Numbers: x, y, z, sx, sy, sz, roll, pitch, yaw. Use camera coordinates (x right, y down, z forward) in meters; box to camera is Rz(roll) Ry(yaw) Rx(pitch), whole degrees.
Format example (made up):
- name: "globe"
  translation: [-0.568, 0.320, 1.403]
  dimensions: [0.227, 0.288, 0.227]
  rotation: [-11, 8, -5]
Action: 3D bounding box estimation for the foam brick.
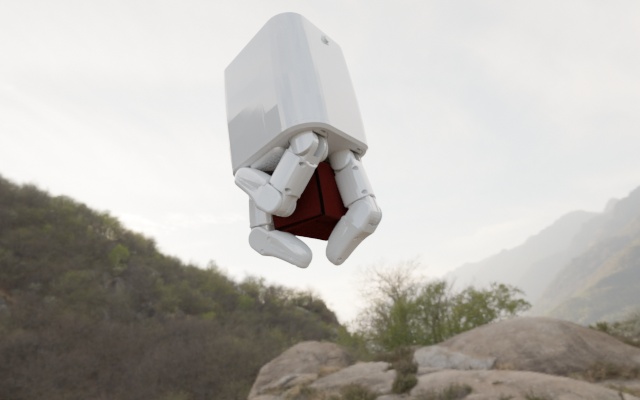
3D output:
- name: "foam brick"
  translation: [0.000, 0.002, 0.417]
  dimensions: [0.053, 0.051, 0.078]
  rotation: [-21, -20, 29]
